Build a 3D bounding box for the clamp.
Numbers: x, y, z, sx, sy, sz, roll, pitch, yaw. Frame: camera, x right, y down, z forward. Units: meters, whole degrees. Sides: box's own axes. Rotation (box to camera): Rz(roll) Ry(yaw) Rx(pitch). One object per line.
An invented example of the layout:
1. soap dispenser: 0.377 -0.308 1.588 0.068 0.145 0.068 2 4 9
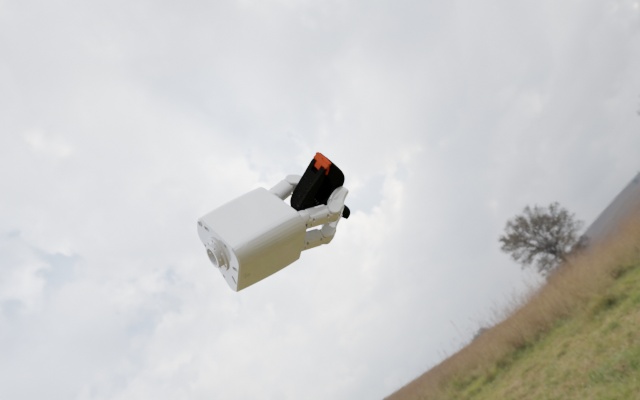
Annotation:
1. clamp: -0.001 0.002 0.722 0.164 0.210 0.036 -31 63 -33
